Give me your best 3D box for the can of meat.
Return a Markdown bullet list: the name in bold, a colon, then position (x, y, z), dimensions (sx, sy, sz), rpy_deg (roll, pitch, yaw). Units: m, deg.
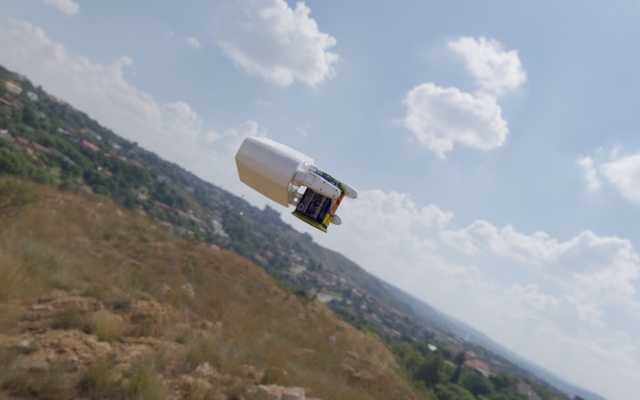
- **can of meat**: position (0.000, 0.002, 0.803), dimensions (0.057, 0.084, 0.102), rpy_deg (27, -5, 11)
